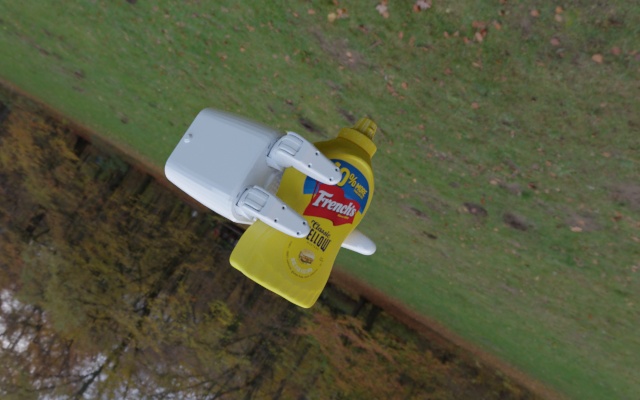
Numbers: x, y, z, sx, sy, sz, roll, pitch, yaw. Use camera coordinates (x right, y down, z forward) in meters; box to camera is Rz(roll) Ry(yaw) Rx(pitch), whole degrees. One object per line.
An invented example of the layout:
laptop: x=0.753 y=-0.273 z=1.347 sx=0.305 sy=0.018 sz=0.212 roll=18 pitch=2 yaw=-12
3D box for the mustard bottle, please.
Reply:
mustard bottle: x=0.000 y=0.002 z=0.465 sx=0.096 sy=0.191 sz=0.058 roll=37 pitch=-11 yaw=-33
